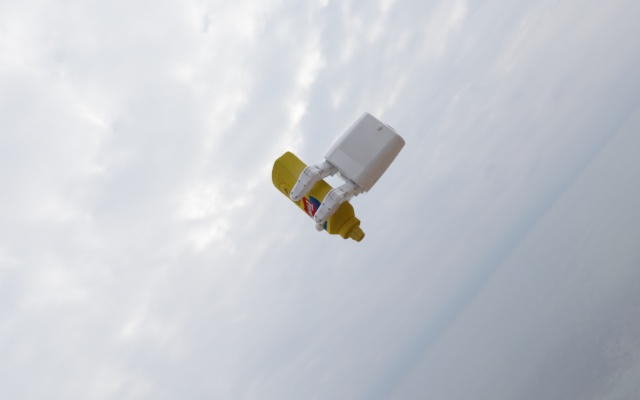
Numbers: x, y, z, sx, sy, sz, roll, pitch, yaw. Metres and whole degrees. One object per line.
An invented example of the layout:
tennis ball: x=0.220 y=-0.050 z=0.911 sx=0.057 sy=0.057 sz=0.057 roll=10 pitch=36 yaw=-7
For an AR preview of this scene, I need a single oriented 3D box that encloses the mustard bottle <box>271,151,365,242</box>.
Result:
mustard bottle: x=0.000 y=0.003 z=0.809 sx=0.058 sy=0.191 sz=0.096 roll=-40 pitch=-23 yaw=-23
